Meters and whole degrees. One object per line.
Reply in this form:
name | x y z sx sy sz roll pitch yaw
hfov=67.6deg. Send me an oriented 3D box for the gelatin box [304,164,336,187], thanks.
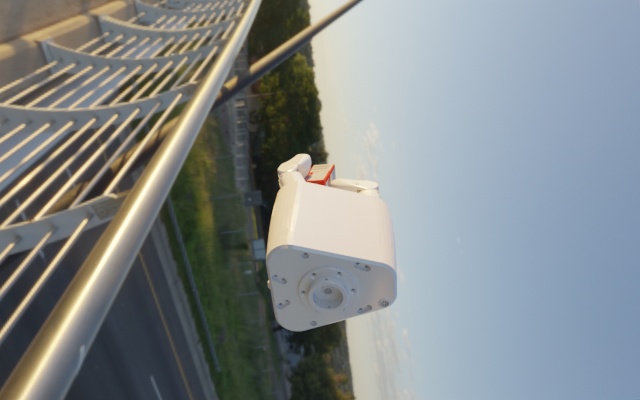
gelatin box | 0.001 0.002 0.562 0.030 0.073 0.089 -2 16 10
